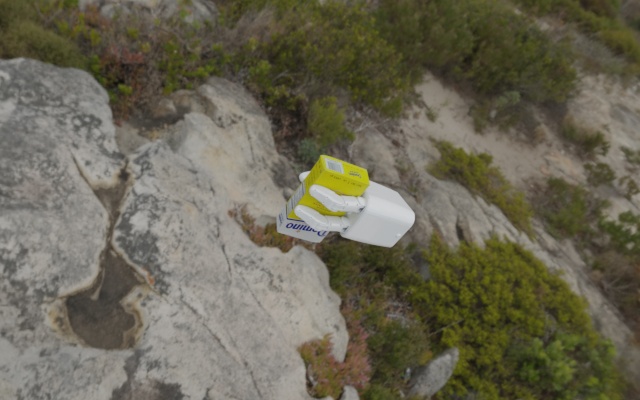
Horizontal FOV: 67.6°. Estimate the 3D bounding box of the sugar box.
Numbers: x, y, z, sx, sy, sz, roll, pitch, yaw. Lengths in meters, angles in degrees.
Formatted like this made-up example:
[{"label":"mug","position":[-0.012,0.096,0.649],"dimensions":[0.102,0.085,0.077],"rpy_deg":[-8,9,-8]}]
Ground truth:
[{"label":"sugar box","position":[0.000,0.003,0.850],"dimensions":[0.093,0.048,0.176],"rpy_deg":[17,-50,-24]}]
